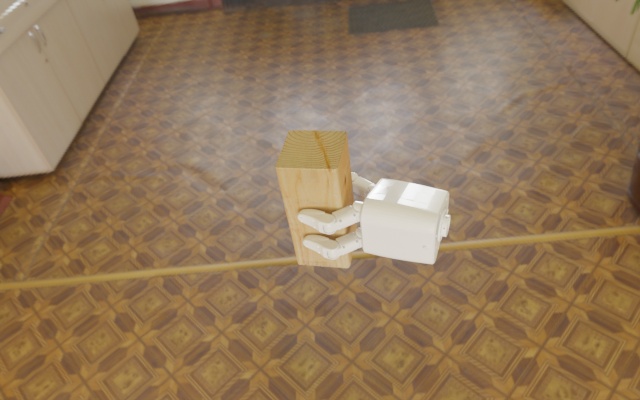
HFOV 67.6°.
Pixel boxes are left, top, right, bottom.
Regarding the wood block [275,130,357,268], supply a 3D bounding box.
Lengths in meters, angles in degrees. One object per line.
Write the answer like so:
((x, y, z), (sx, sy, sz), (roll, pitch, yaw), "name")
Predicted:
((0.001, 0.002, 0.738), (0.090, 0.206, 0.090), (3, 43, 13), "wood block")
